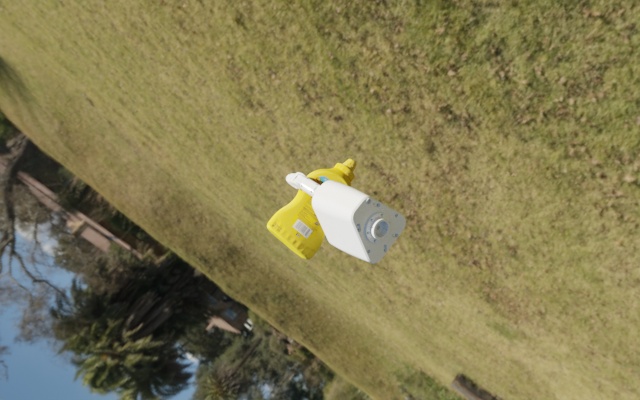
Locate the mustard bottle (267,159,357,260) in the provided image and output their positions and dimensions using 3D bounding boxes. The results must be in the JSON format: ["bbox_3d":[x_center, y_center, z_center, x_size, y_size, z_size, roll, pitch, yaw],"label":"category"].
[{"bbox_3d":[0.000,0.003,0.842,0.096,0.191,0.058,41,-12,-10],"label":"mustard bottle"}]
